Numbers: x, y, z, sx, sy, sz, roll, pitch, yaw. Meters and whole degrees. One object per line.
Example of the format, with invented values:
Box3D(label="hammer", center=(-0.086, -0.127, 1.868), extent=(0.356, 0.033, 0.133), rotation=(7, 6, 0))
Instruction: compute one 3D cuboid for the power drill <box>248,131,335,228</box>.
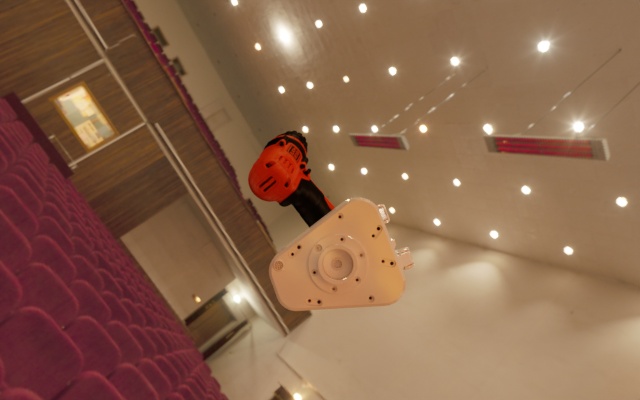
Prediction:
Box3D(label="power drill", center=(0.000, 0.002, 0.572), extent=(0.057, 0.188, 0.184), rotation=(-40, 11, 19))
